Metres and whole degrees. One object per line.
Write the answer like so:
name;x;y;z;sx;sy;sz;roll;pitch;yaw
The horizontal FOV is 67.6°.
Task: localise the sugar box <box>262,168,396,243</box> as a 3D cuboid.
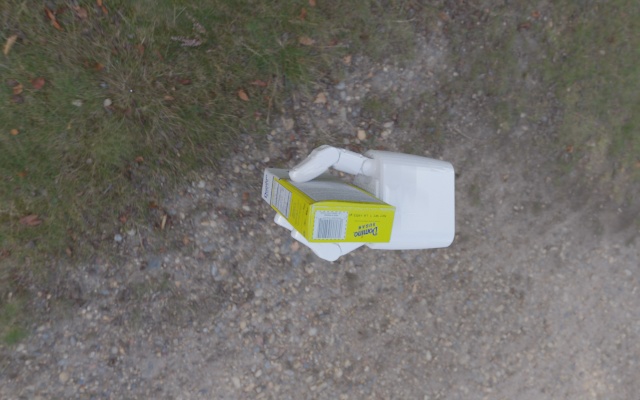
sugar box;0.000;0.002;0.543;0.093;0.048;0.176;3;11;-22
